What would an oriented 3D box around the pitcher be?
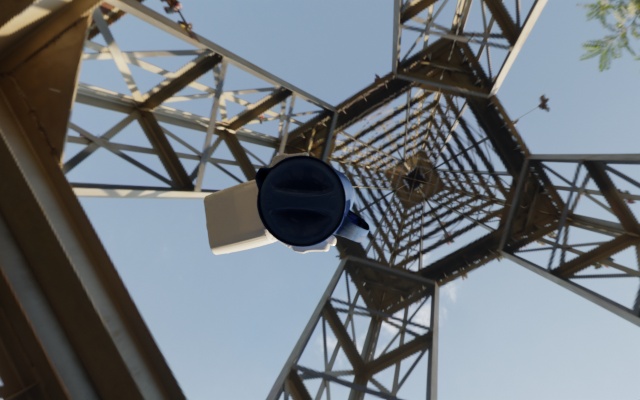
[{"bbox_3d":[0.000,0.003,0.800,0.145,0.149,0.243,-16,0,11],"label":"pitcher"}]
